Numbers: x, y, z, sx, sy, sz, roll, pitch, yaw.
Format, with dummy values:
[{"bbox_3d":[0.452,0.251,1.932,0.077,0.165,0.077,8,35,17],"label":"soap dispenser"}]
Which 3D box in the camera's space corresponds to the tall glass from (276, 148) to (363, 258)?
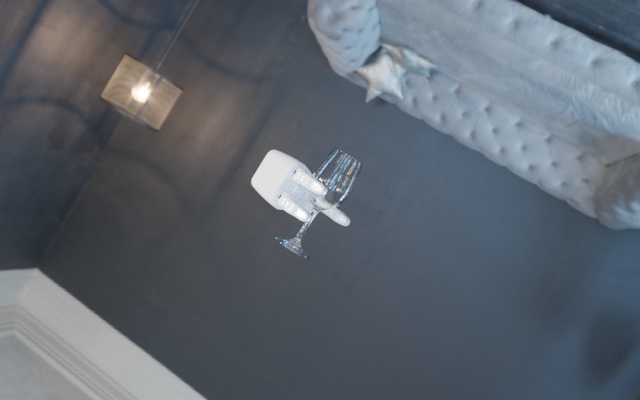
[{"bbox_3d":[0.000,0.004,0.885,0.079,0.201,0.079,32,3,-2],"label":"tall glass"}]
